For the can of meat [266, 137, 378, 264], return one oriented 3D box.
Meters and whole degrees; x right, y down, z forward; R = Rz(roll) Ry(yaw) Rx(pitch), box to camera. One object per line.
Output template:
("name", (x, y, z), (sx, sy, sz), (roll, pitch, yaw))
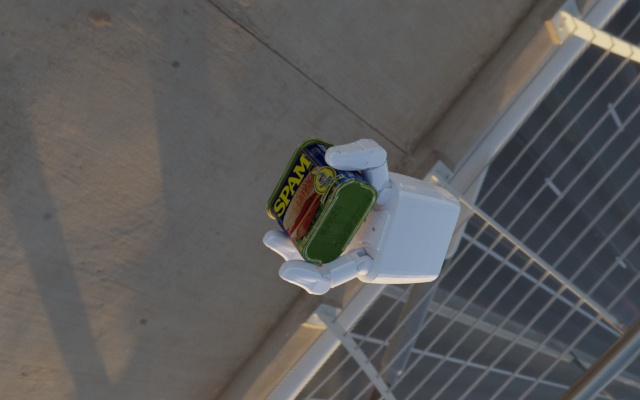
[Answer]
("can of meat", (0.000, 0.002, 0.482), (0.057, 0.102, 0.084), (14, 24, -40))
